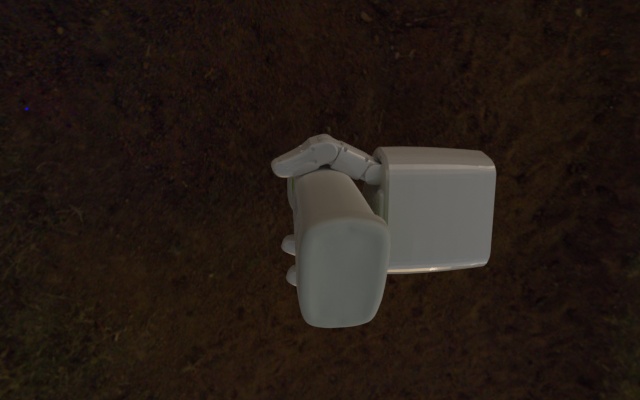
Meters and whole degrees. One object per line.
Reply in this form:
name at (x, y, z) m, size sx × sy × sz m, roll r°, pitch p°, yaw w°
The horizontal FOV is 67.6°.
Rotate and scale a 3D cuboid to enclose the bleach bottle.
bleach bottle at (0.000, 0.002, 0.457) m, size 0.068 × 0.103 × 0.250 m, roll -1°, pitch 27°, yaw -8°
